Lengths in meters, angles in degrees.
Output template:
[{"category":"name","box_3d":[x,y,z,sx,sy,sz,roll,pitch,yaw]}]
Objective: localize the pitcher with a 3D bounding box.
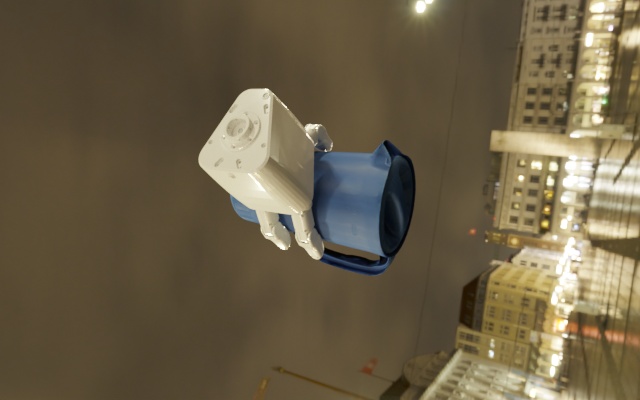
[{"category":"pitcher","box_3d":[0.000,0.002,0.662,0.243,0.149,0.145,9,-20,28]}]
